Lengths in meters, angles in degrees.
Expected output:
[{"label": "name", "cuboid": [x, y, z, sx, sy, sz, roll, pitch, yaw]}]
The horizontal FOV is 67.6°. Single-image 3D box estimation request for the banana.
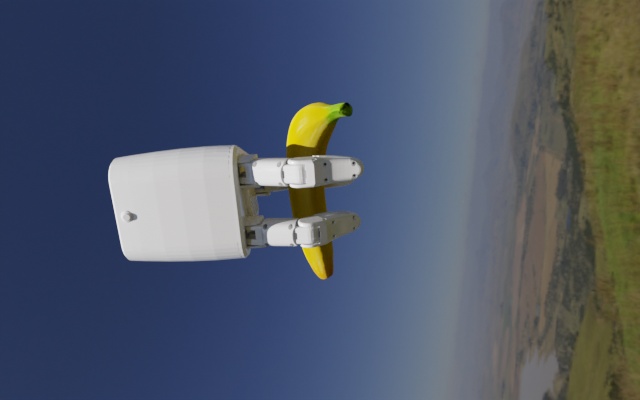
[{"label": "banana", "cuboid": [-0.007, -0.012, 0.446, 0.037, 0.198, 0.069, -14, 42, -19]}]
